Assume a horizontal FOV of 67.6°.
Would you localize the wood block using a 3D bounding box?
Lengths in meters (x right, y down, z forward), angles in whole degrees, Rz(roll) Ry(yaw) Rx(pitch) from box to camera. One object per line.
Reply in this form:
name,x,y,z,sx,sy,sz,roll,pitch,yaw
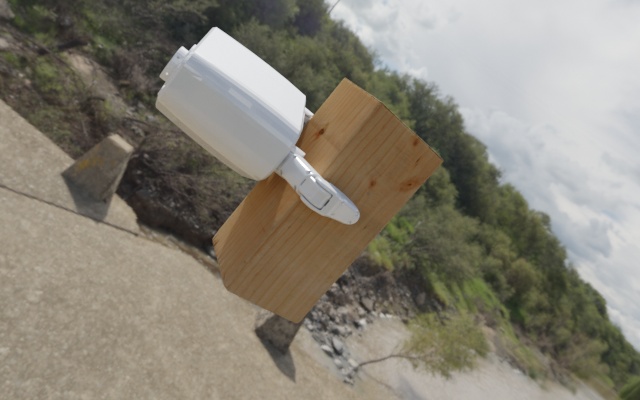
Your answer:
wood block,0.000,0.001,0.453,0.090,0.206,0.090,35,11,-32
